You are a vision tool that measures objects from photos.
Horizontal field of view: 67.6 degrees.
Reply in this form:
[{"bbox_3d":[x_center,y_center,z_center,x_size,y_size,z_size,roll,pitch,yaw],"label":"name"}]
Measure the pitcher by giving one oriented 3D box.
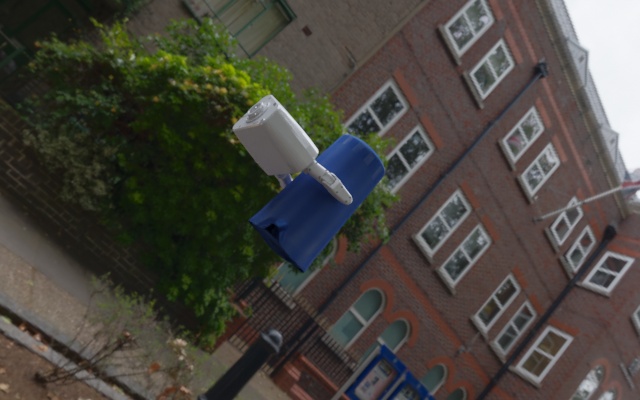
[{"bbox_3d":[0.000,0.003,0.862,0.145,0.243,0.149,50,-12,-27],"label":"pitcher"}]
